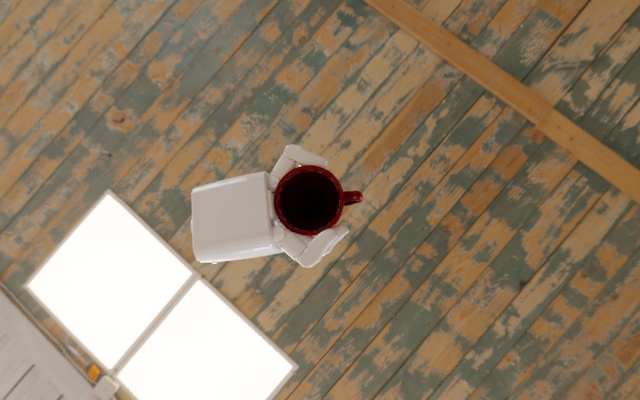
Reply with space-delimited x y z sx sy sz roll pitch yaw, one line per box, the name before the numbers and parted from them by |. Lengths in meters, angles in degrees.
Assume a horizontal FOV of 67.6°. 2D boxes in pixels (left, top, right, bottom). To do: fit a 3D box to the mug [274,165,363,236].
mug | 0.002 0.002 0.659 0.117 0.093 0.081 -10 -8 4
